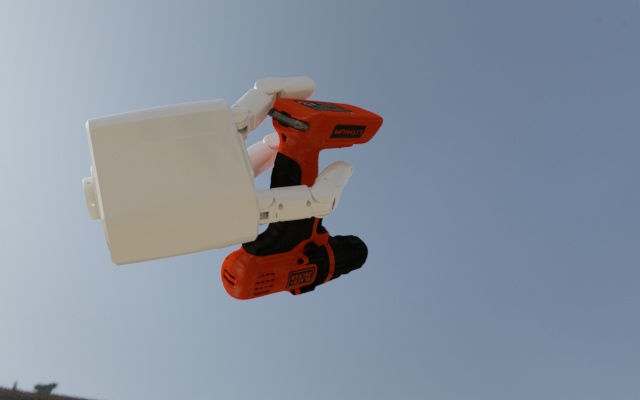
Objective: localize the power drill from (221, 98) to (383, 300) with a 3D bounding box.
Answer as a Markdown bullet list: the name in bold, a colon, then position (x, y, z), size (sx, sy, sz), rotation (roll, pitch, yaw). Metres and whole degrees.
- **power drill**: position (0.000, 0.001, 0.463), size (0.057, 0.188, 0.184), rotation (28, 22, 38)
